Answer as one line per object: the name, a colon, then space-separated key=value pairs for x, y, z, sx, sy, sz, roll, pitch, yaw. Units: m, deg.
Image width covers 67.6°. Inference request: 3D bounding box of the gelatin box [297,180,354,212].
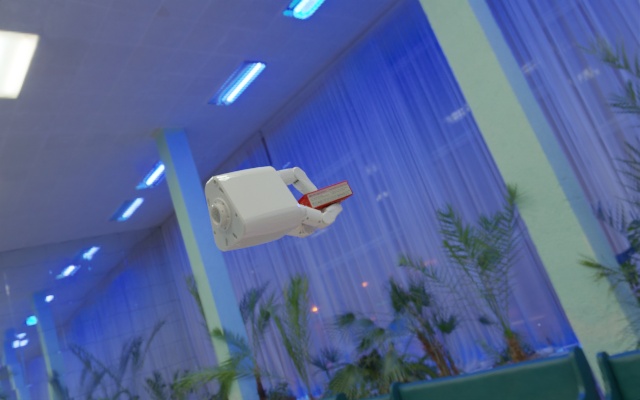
gelatin box: x=0.000 y=0.002 z=0.803 sx=0.089 sy=0.030 sz=0.073 roll=-20 pitch=-10 yaw=-31
